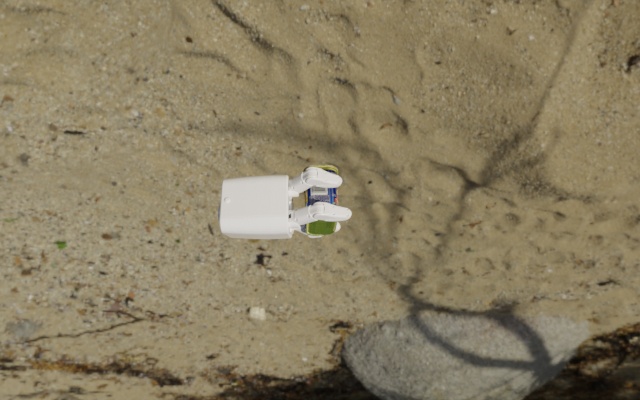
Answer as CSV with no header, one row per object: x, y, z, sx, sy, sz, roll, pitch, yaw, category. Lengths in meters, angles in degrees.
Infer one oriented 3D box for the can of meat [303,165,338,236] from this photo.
0.000,0.003,0.792,0.057,0.084,0.102,0,-26,-3,can of meat
